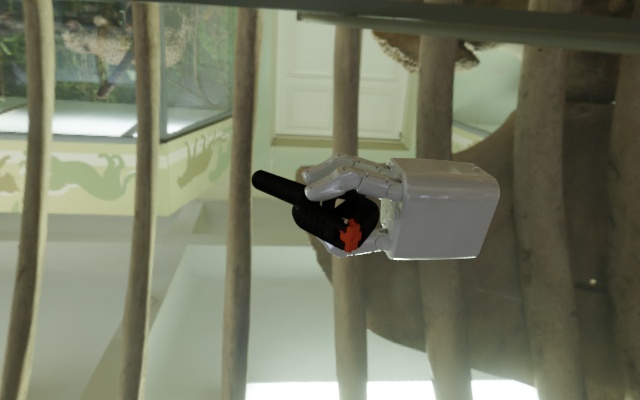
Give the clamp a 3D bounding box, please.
[{"bbox_3d":[0.000,0.003,0.546,0.164,0.036,0.210,1,19,-6],"label":"clamp"}]
